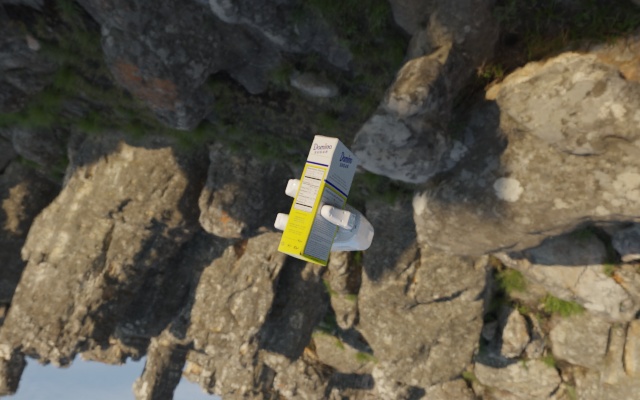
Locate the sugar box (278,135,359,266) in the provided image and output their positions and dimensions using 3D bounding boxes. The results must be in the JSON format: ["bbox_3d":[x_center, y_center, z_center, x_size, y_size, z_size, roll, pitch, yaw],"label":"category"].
[{"bbox_3d":[0.000,0.002,0.710,0.048,0.176,0.093,11,-11,26],"label":"sugar box"}]
